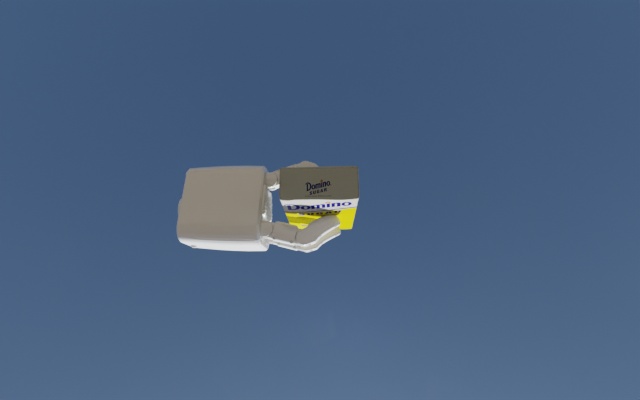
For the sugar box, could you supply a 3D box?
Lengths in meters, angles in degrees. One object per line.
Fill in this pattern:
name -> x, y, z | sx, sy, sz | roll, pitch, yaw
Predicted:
sugar box -> 0.000, 0.003, 0.624 | 0.093, 0.048, 0.176 | -1, -12, 2
